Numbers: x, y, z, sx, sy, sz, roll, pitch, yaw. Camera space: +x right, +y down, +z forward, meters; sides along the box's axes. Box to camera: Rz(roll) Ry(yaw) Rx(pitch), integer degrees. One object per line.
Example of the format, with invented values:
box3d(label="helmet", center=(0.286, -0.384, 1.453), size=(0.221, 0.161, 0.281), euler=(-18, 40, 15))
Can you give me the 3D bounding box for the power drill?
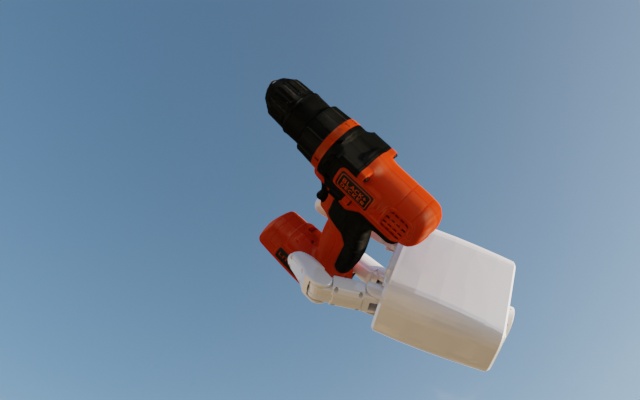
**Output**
box3d(label="power drill", center=(0.000, 0.002, 0.448), size=(0.057, 0.184, 0.188), euler=(-36, -15, -36))
